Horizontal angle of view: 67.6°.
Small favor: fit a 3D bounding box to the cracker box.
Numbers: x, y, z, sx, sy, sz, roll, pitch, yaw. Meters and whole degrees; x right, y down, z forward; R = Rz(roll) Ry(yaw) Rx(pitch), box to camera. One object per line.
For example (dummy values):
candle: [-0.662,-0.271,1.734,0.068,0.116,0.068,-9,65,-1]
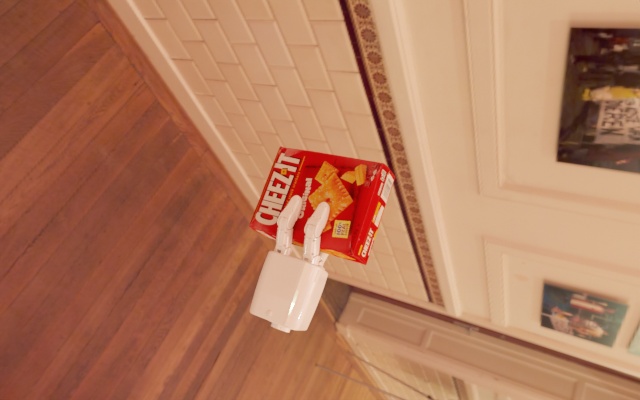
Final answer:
cracker box: [0.000,0.003,0.826,0.213,0.164,0.072,13,-15,30]
